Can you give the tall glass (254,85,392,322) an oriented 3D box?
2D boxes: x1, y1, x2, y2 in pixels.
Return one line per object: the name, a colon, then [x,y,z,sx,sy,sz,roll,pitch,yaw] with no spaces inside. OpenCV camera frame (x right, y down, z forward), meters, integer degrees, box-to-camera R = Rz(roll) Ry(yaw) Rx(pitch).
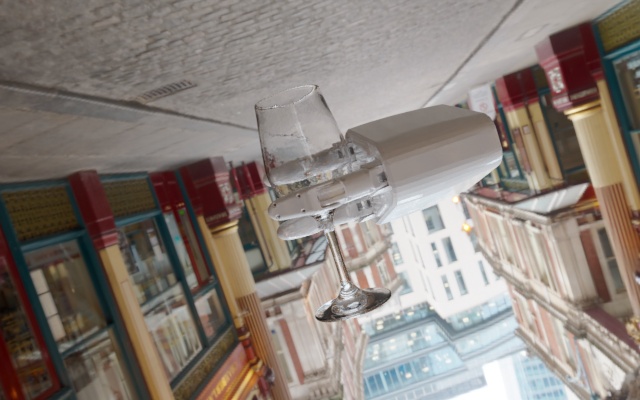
tall glass: [0.000,0.002,0.434,0.079,0.201,0.079,-18,4,1]
